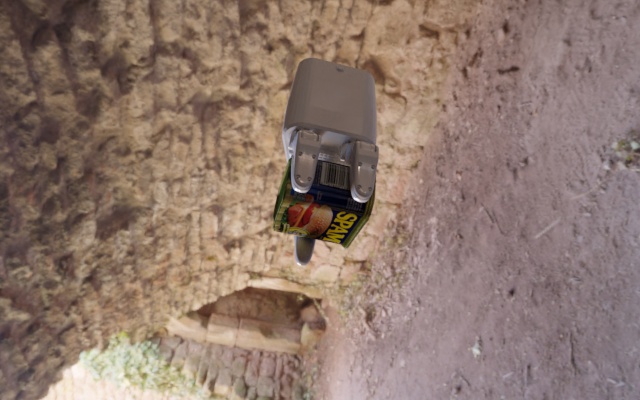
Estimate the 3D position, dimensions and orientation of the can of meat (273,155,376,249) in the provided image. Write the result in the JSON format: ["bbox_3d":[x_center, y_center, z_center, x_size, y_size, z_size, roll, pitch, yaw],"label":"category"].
[{"bbox_3d":[0.000,0.002,0.483,0.084,0.057,0.102,12,-30,-9],"label":"can of meat"}]
